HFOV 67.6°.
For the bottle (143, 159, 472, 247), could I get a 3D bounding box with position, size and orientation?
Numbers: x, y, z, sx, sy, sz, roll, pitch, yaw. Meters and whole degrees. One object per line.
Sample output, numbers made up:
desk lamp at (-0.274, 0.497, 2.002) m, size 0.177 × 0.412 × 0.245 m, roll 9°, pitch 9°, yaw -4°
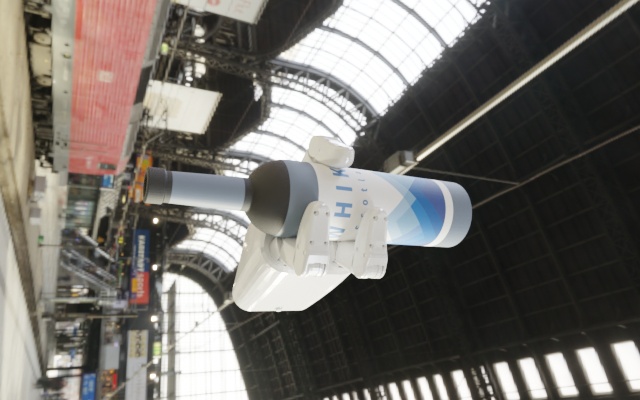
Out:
bottle at (0.000, 0.001, 0.422) m, size 0.296 × 0.069 × 0.069 m, roll 6°, pitch -3°, yaw -27°
